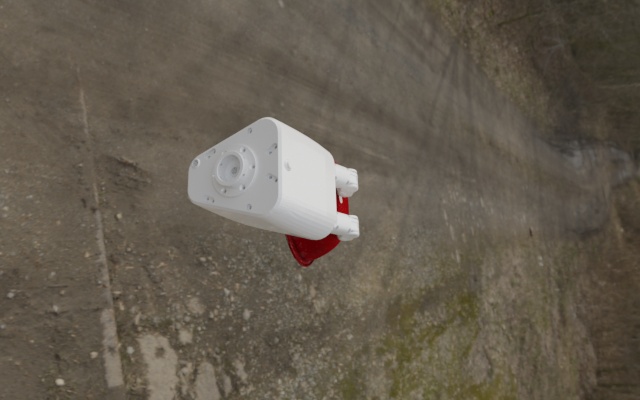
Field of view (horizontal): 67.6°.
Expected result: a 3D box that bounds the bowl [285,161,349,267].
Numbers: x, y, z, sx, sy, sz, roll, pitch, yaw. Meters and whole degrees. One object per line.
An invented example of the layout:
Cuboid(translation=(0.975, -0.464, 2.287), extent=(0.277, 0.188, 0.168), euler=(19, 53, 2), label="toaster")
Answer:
Cuboid(translation=(0.001, 0.002, 0.609), extent=(0.055, 0.162, 0.162), euler=(-6, -2, 15), label="bowl")
